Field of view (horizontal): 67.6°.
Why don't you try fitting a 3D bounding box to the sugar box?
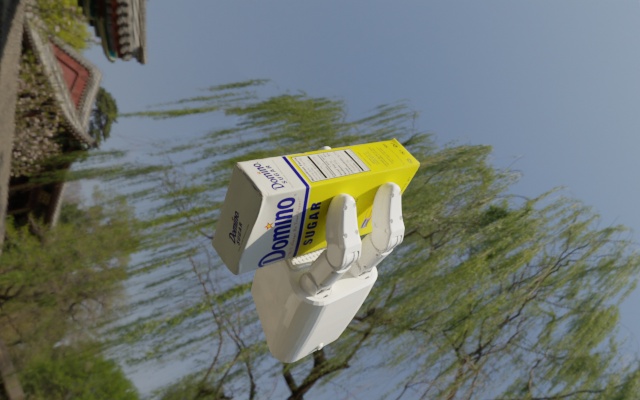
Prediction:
[{"bbox_3d":[0.000,0.002,0.417,0.176,0.093,0.048,-17,53,-40],"label":"sugar box"}]
